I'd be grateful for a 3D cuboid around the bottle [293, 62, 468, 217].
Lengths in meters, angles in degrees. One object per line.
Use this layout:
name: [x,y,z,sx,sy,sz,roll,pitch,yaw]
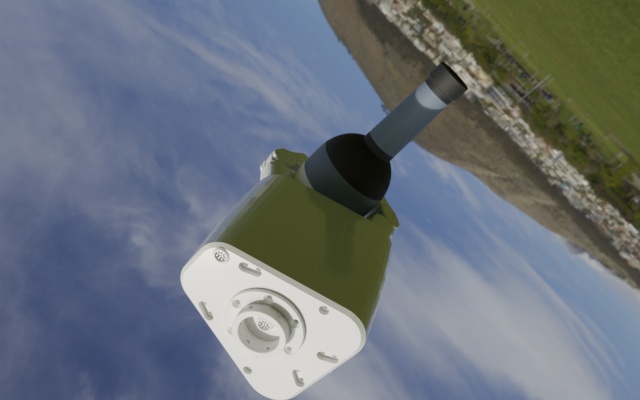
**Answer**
bottle: [0.000,0.001,0.405,0.296,0.069,0.069,-43,-23,26]
